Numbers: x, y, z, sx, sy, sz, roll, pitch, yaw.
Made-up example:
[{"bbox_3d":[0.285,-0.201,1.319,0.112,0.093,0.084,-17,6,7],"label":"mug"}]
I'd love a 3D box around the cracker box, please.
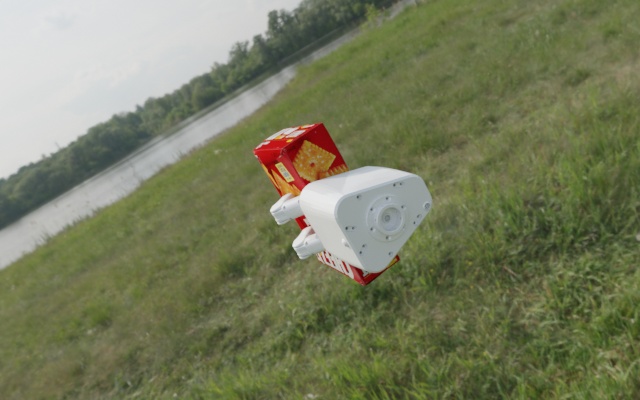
[{"bbox_3d":[0.000,0.002,0.671,0.072,0.214,0.164,-34,17,-15],"label":"cracker box"}]
